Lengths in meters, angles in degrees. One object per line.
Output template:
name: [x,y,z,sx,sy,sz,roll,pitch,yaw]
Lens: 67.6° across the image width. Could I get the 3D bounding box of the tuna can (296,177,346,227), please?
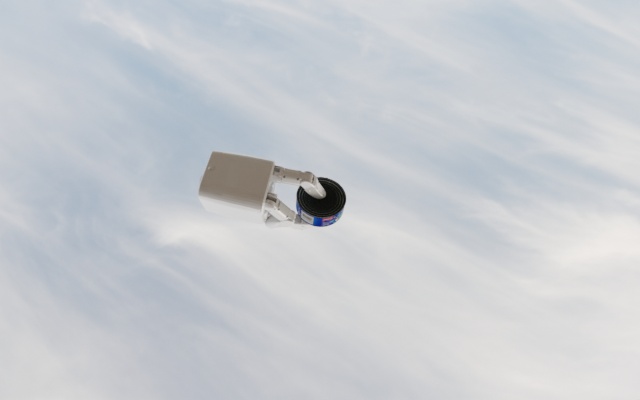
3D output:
tuna can: [0.000,0.003,0.824,0.086,0.086,0.034,0,-36,-6]
